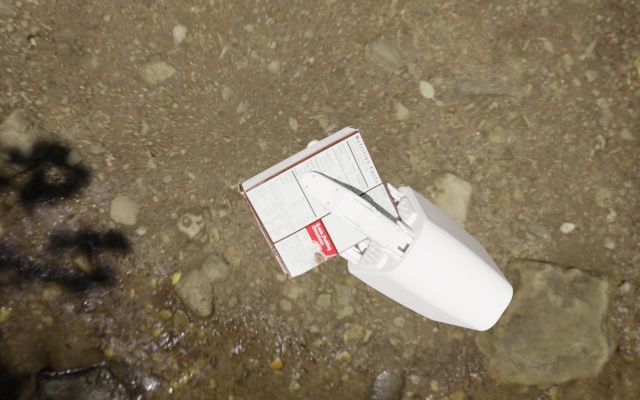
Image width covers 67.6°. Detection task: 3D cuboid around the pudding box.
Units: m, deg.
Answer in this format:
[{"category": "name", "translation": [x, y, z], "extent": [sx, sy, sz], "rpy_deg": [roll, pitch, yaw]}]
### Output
[{"category": "pudding box", "translation": [0.000, 0.001, 0.408], "extent": [0.113, 0.090, 0.039], "rpy_deg": [-29, 15, -7]}]
